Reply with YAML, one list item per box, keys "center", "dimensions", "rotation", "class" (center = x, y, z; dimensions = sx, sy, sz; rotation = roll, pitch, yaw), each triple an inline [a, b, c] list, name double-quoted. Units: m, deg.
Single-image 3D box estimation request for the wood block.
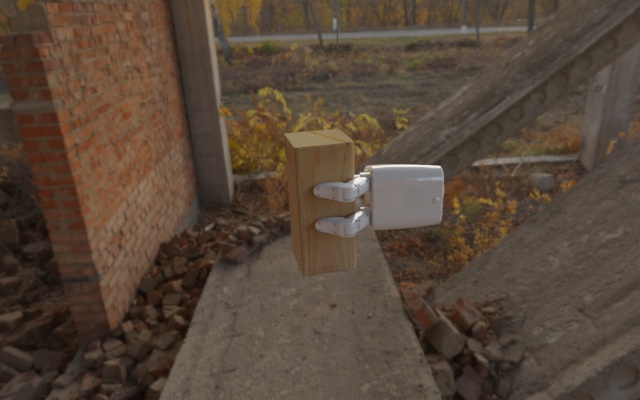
- center: [0.000, 0.002, 0.743]
  dimensions: [0.090, 0.206, 0.090]
  rotation: [-7, 22, -11]
  class: "wood block"
